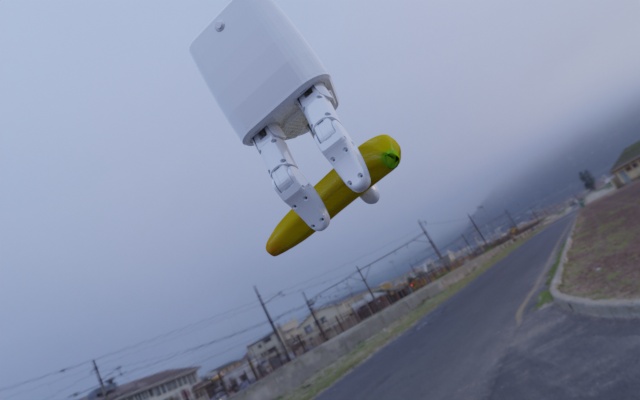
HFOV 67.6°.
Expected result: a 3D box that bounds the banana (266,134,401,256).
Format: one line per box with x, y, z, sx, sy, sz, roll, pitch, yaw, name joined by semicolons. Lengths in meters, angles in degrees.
0.013;-0.008;0.443;0.069;0.037;0.198;-35;-4;-45;banana
